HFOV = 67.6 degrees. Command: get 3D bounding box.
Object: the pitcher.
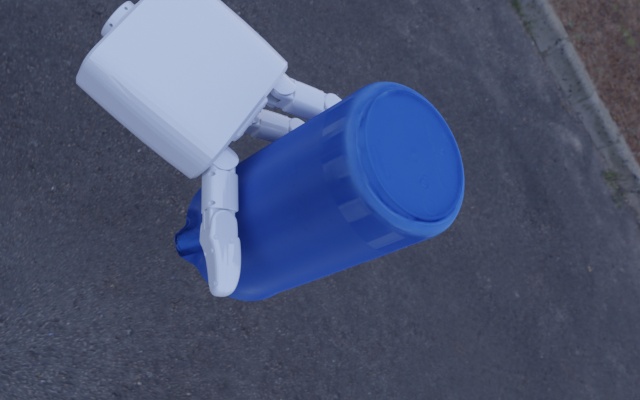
[{"bbox_3d":[0.000,0.001,0.402,0.145,0.149,0.243,40,-35,-19],"label":"pitcher"}]
